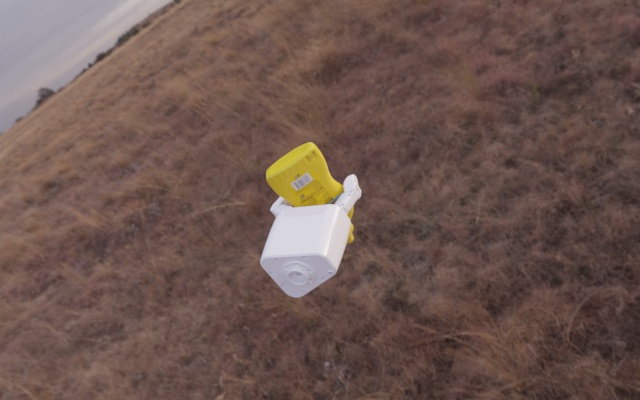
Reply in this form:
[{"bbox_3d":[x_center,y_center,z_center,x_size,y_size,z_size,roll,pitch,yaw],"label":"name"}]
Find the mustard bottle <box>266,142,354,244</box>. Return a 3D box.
[{"bbox_3d":[0.000,0.002,0.801,0.096,0.192,0.058,-33,26,8],"label":"mustard bottle"}]
